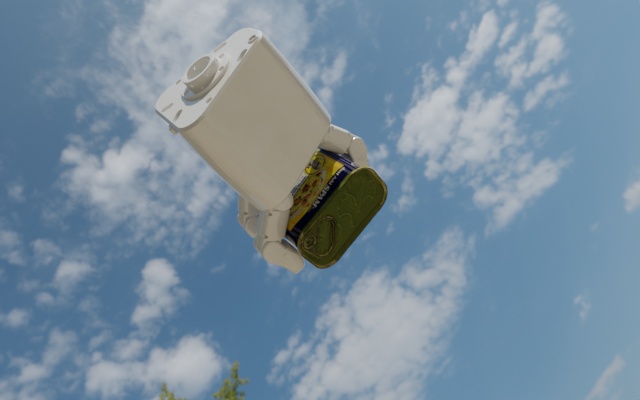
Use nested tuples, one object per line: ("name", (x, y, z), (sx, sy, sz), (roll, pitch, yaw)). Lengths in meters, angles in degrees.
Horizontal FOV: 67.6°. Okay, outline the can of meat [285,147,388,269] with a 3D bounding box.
("can of meat", (0.000, 0.001, 0.466), (0.057, 0.102, 0.084), (43, -5, -41))
